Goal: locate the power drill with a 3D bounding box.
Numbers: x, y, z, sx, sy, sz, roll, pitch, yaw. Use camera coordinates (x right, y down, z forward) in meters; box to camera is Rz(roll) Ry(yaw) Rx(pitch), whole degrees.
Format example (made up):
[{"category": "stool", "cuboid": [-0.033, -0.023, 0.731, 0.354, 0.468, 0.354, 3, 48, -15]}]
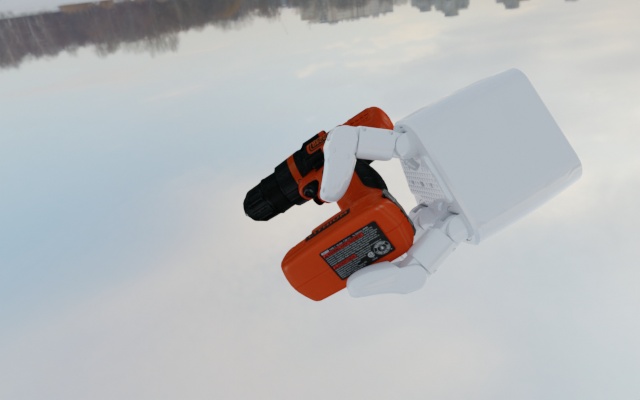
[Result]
[{"category": "power drill", "cuboid": [0.000, 0.002, 0.444, 0.184, 0.057, 0.187, -34, 31, 15]}]
